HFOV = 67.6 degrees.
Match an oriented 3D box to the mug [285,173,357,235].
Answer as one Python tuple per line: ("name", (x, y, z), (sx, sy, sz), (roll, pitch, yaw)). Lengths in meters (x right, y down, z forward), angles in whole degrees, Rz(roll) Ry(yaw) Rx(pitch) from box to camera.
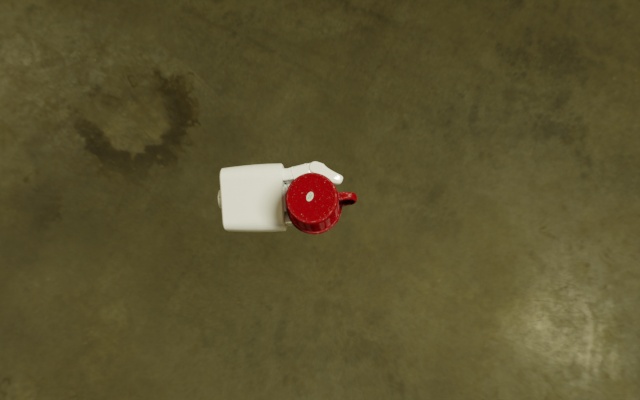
("mug", (0.002, 0.002, 0.761), (0.117, 0.093, 0.081), (-4, -11, 2))
